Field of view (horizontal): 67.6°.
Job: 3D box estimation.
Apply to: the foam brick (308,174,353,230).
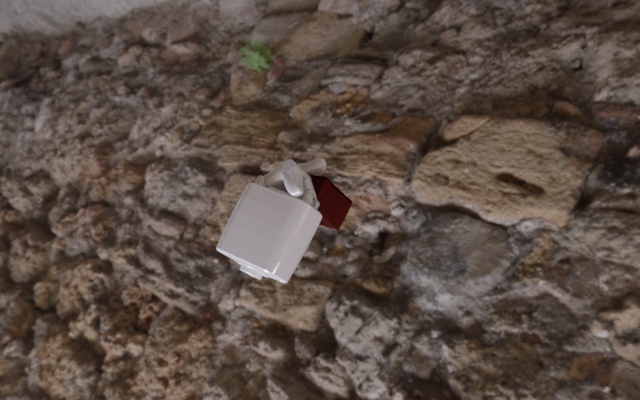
[{"bbox_3d":[0.000,0.002,0.717,0.053,0.051,0.078,11,-21,43],"label":"foam brick"}]
